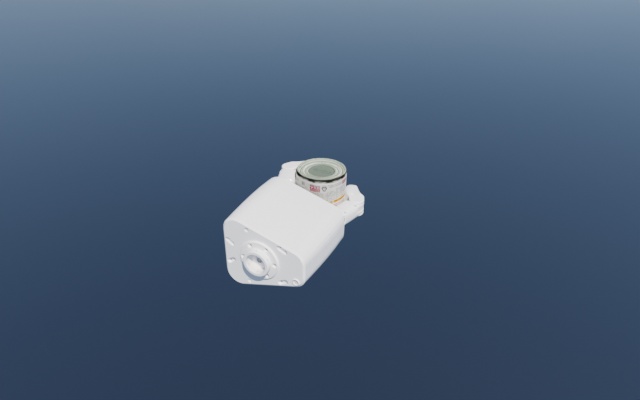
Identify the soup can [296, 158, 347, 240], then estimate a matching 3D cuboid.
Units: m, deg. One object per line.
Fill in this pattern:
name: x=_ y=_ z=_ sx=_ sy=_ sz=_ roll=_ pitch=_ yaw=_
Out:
soup can: x=0.000 y=0.002 z=0.647 sx=0.068 sy=0.102 sz=0.068 roll=1 pitch=30 yaw=-1
